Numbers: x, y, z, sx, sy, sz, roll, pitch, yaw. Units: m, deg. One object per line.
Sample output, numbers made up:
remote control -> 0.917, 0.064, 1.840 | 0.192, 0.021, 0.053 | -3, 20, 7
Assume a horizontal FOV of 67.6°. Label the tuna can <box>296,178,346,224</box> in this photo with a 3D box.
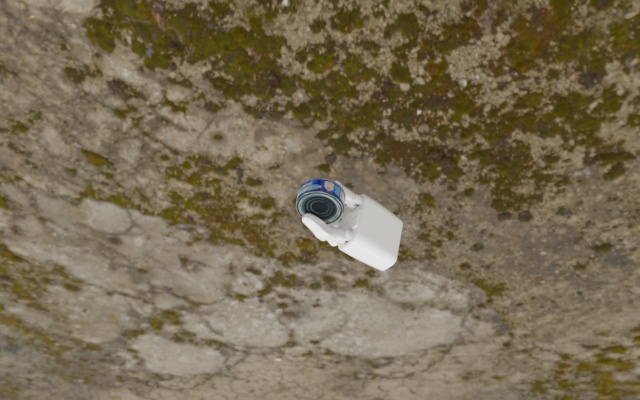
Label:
tuna can -> 0.000, 0.003, 0.834 | 0.086, 0.033, 0.086 | 5, -44, 5
